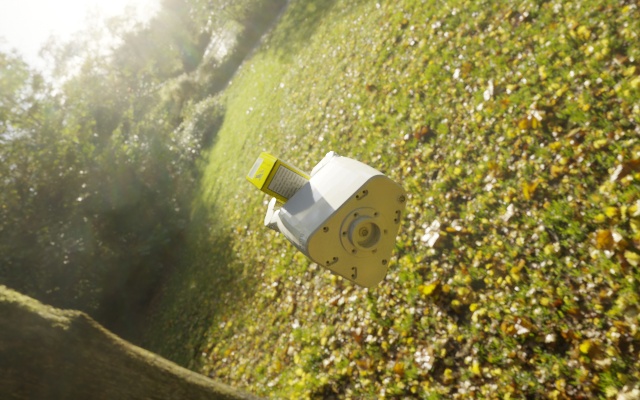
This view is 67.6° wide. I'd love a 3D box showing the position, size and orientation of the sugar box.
[{"bbox_3d":[0.000,0.002,0.594,0.176,0.048,0.093,31,1,-21],"label":"sugar box"}]
